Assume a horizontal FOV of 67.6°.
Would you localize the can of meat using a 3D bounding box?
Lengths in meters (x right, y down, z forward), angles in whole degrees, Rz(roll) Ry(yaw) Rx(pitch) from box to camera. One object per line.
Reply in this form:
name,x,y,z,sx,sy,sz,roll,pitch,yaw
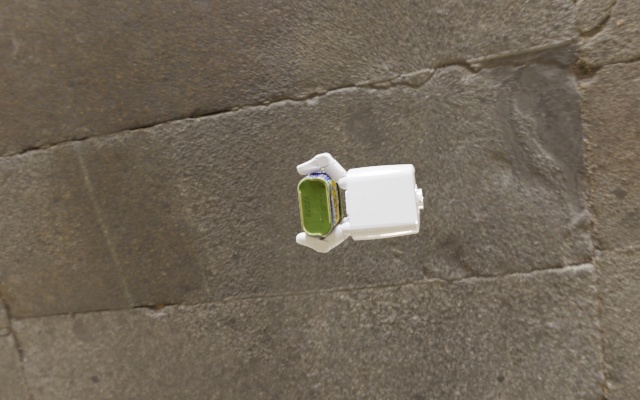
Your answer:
can of meat,0.000,0.003,0.799,0.057,0.102,0.084,-3,12,13
